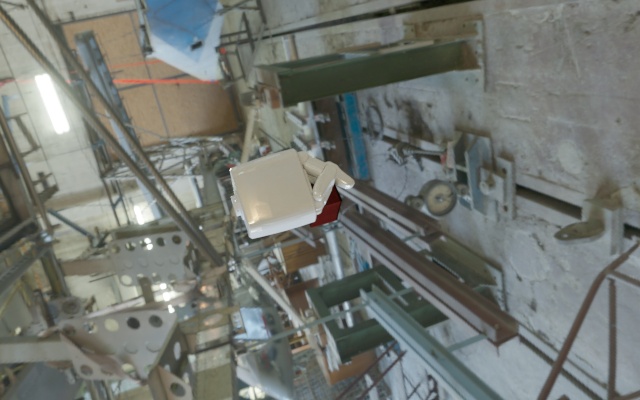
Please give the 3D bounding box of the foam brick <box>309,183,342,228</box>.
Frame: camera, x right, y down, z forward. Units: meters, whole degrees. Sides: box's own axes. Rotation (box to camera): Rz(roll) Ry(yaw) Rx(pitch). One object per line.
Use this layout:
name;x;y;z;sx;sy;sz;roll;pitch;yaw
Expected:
foam brick;0.000;0.003;0.809;0.051;0.053;0.078;-18;-25;-13
